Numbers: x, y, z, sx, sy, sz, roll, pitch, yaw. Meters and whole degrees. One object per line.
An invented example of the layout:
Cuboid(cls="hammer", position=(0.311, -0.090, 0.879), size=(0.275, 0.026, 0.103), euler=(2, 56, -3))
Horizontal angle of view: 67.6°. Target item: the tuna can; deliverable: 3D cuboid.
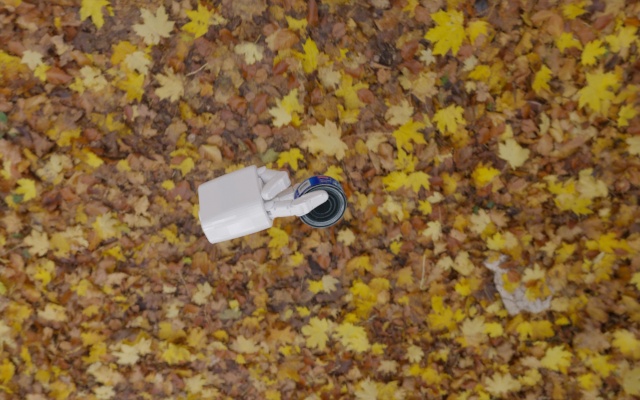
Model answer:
Cuboid(cls="tuna can", position=(0.000, 0.003, 0.796), size=(0.086, 0.086, 0.033), euler=(0, 28, -12))
